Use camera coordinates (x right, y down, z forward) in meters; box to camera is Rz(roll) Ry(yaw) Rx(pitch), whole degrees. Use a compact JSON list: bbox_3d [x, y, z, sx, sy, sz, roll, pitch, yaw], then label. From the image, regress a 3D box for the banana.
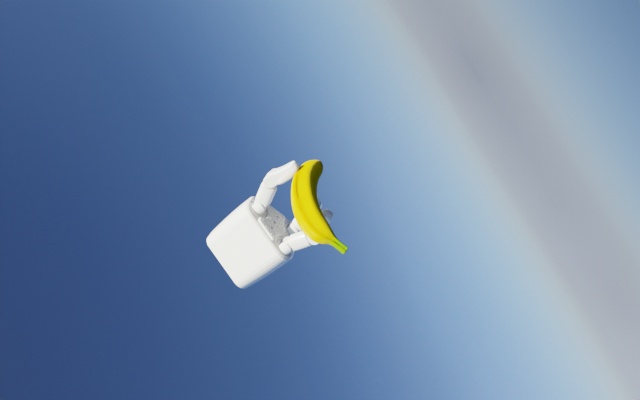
[{"bbox_3d":[-0.013,-0.003,0.690,0.070,0.197,0.037,30,-59,-34],"label":"banana"}]
